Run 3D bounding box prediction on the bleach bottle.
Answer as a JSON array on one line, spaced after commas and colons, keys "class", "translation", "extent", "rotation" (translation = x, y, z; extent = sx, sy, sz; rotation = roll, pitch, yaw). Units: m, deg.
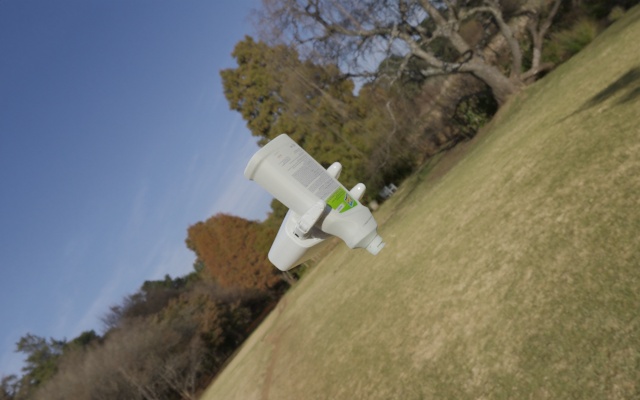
[{"class": "bleach bottle", "translation": [0.000, 0.002, 0.789], "extent": [0.102, 0.251, 0.068], "rotation": [-45, -6, -42]}]
